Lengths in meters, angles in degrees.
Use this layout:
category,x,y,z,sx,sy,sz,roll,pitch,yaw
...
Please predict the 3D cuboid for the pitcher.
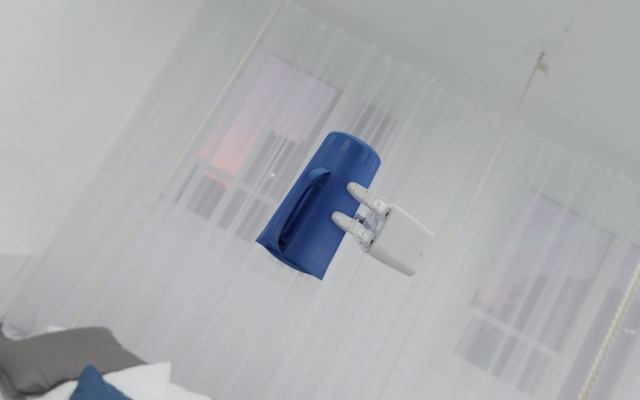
category,x,y,z,sx,sy,sz,roll,pitch,yaw
pitcher,0.000,0.003,0.818,0.145,0.243,0.149,33,-8,-19
